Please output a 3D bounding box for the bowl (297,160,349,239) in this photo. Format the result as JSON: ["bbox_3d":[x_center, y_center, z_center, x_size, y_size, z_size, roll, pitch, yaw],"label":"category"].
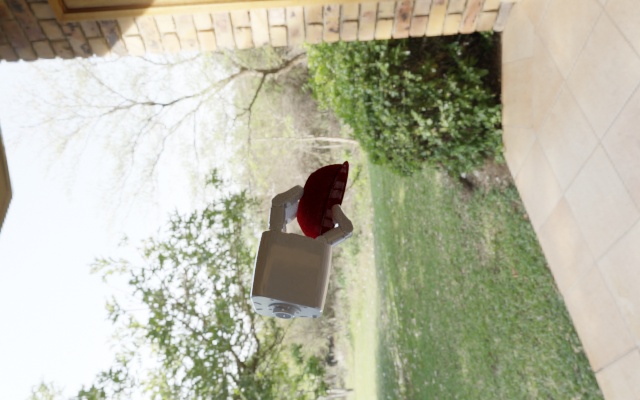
[{"bbox_3d":[0.000,0.002,0.820,0.055,0.162,0.162,17,3,10],"label":"bowl"}]
